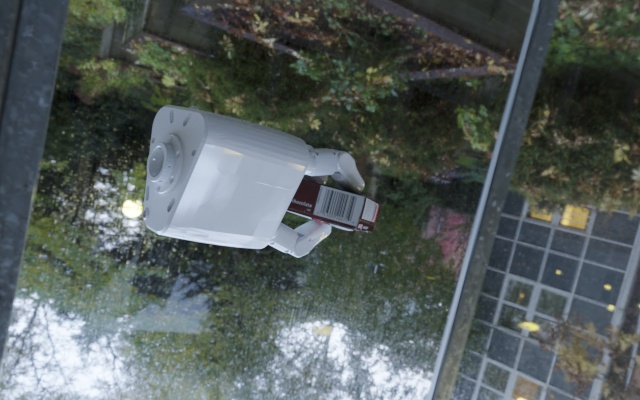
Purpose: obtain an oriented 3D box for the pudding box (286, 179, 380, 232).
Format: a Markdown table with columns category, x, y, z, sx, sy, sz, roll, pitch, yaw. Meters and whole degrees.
| category | x | y | z | sx | sy | sz | roll | pitch | yaw |
| --- | --- | --- | --- | --- | --- | --- | --- | --- | --- |
| pudding box | 0.000 | 0.002 | 0.512 | 0.113 | 0.039 | 0.090 | 17 | 1 | 17 |
